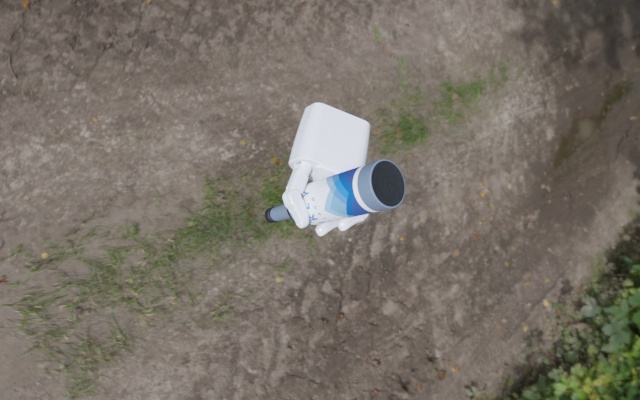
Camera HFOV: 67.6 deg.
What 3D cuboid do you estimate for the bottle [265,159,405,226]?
[{"bbox_3d":[0.000,0.002,0.742,0.069,0.069,0.296,0,-10,-38],"label":"bottle"}]
